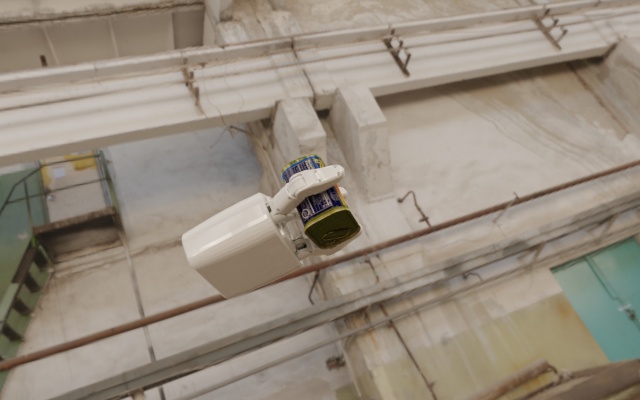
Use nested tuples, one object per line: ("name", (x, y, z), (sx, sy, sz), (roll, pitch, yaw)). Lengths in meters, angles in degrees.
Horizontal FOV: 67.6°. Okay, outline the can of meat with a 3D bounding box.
("can of meat", (0.000, 0.002, 0.577), (0.057, 0.084, 0.102), (-28, -24, 5))
